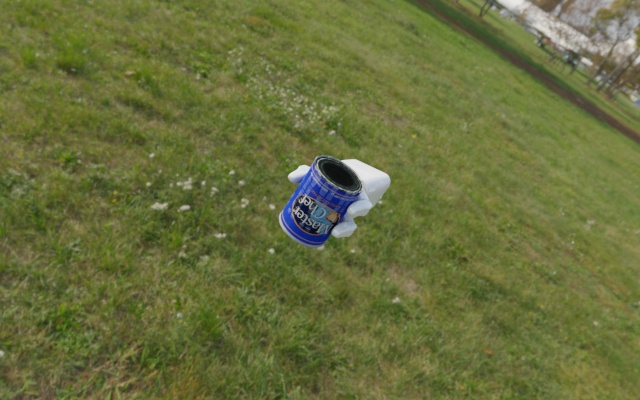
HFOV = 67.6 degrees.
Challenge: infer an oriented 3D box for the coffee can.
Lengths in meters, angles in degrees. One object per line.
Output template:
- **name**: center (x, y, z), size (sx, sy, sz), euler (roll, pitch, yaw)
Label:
- **coffee can**: center (0.000, 0.003, 0.878), size (0.103, 0.140, 0.102), euler (25, 30, -16)
